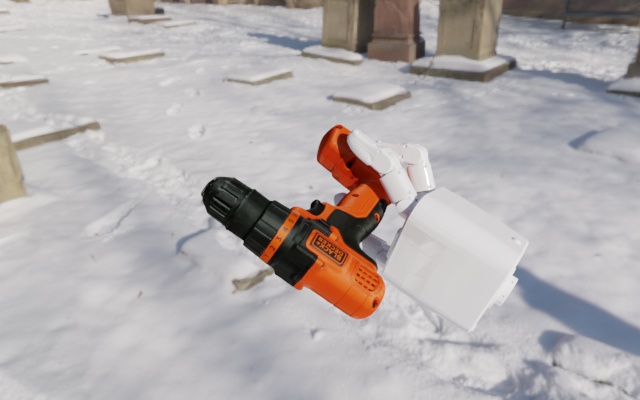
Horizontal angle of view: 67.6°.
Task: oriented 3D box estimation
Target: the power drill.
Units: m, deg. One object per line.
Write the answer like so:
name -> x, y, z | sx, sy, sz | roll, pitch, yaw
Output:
power drill -> 0.000, 0.001, 0.471 | 0.057, 0.184, 0.187 | -50, 5, 45
